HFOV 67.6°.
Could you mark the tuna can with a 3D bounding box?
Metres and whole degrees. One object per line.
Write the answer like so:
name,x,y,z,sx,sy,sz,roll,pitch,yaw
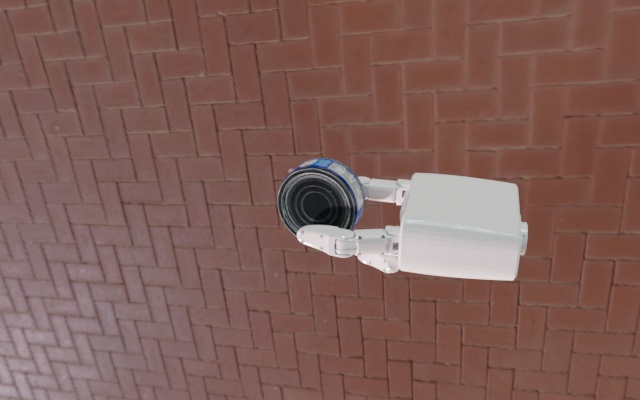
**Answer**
tuna can,0.000,0.002,0.486,0.086,0.086,0.033,0,21,21
